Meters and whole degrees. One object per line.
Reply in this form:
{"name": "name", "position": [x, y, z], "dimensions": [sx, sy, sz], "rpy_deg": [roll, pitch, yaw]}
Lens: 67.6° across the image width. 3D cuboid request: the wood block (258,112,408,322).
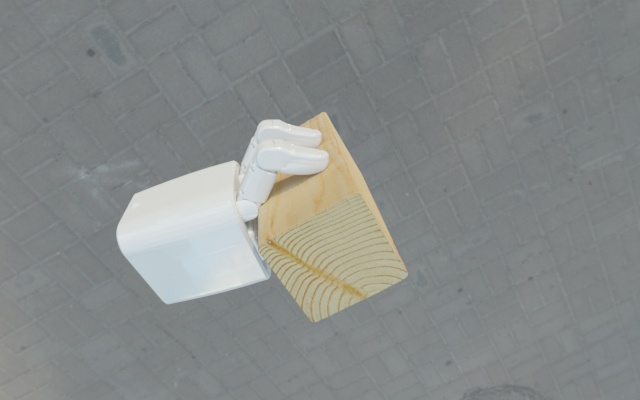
{"name": "wood block", "position": [0.000, 0.002, 0.455], "dimensions": [0.090, 0.091, 0.206], "rpy_deg": [-28, 27, 8]}
